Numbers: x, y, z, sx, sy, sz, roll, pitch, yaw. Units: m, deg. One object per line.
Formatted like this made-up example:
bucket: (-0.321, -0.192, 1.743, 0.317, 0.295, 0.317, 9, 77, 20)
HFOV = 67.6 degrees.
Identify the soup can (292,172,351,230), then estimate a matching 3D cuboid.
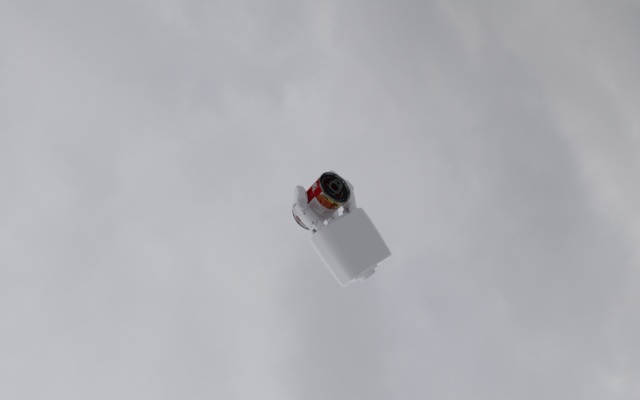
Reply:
soup can: (0.000, 0.003, 0.897, 0.068, 0.068, 0.102, 0, -33, -40)
